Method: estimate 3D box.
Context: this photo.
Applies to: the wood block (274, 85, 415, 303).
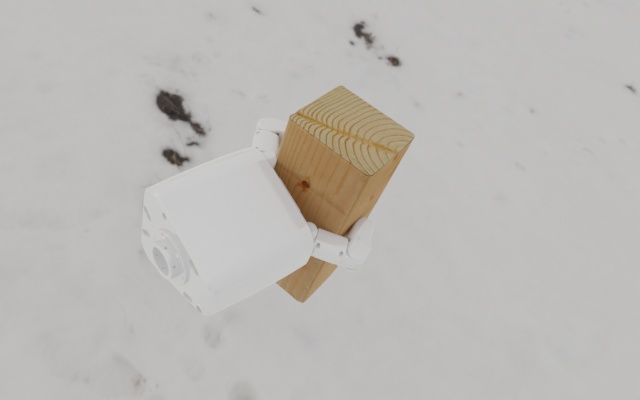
[{"bbox_3d":[0.000,0.002,0.494,0.091,0.206,0.090,37,46,13],"label":"wood block"}]
